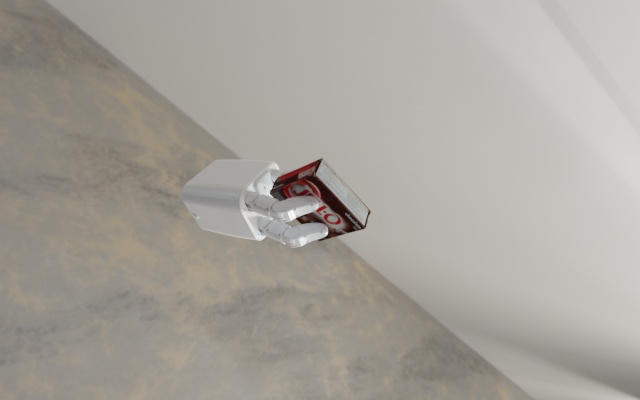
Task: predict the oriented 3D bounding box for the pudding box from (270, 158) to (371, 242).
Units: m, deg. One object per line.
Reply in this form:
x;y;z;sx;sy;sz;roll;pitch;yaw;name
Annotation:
0.000;0.002;0.657;0.090;0.039;0.113;-19;-53;42;pudding box
